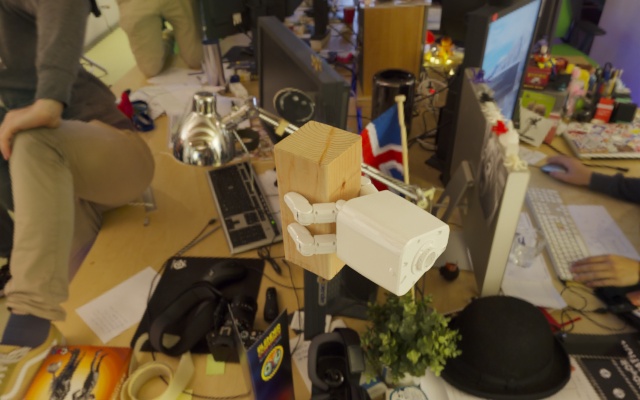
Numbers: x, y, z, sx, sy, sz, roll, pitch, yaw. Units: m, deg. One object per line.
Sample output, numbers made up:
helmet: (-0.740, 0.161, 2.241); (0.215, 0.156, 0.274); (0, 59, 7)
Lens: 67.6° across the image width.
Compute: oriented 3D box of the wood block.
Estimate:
wood block: (0.001, 0.002, 0.704); (0.090, 0.206, 0.090); (22, 43, 28)
